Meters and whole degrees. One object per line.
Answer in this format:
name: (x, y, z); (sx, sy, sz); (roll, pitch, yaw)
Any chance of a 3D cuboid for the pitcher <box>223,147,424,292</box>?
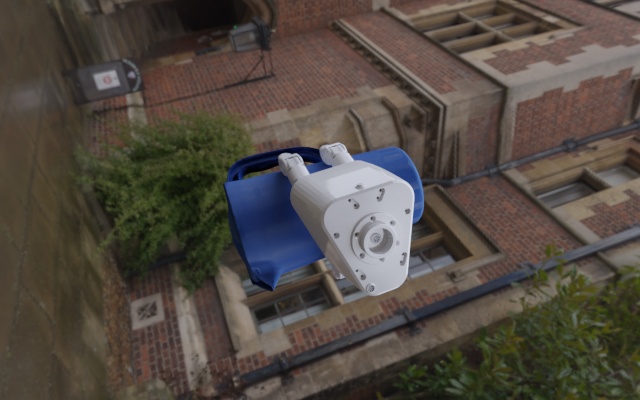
pitcher: (0.000, 0.002, 0.623); (0.243, 0.149, 0.145); (-17, 15, -12)
